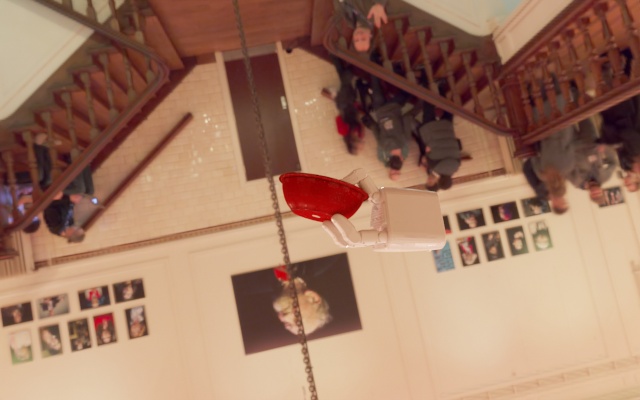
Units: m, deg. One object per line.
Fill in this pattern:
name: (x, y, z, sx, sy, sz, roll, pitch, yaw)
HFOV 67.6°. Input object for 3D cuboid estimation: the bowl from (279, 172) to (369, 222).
bowl: (-0.001, 0.003, 0.832, 0.162, 0.055, 0.162, 12, -12, 3)
